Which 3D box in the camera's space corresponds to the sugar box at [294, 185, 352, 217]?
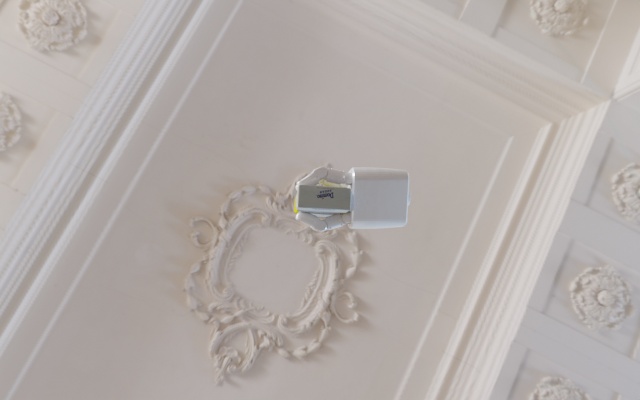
[{"bbox_3d":[0.000,0.002,0.893,0.093,0.048,0.176,3,-8,-5],"label":"sugar box"}]
